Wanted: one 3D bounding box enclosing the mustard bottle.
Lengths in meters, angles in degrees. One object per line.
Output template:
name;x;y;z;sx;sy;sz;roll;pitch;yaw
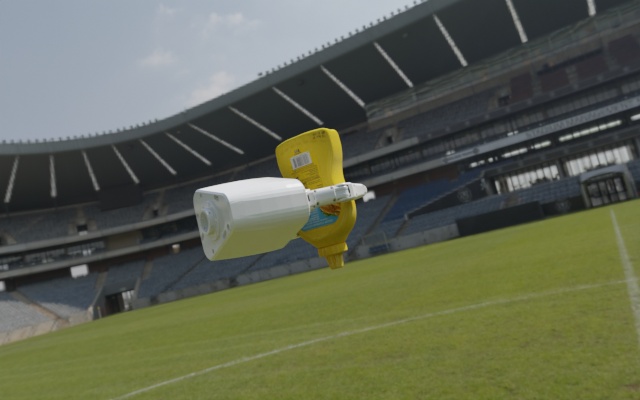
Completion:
mustard bottle;0.000;0.002;0.674;0.096;0.191;0.058;-17;-7;30
